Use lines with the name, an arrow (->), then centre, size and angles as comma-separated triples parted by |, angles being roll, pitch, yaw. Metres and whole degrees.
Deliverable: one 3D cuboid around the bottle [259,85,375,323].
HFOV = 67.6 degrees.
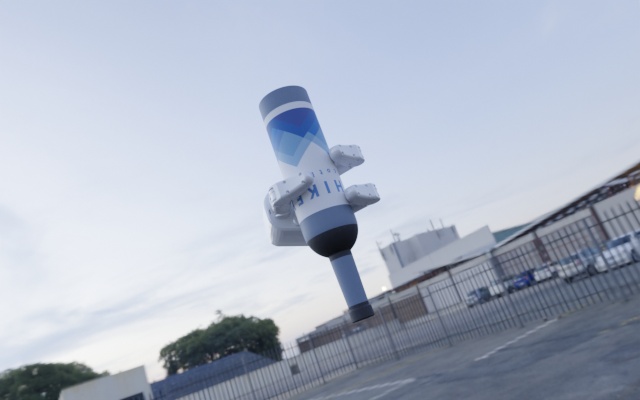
bottle -> 0.000, 0.002, 0.581 | 0.069, 0.295, 0.069 | -19, -16, -6
